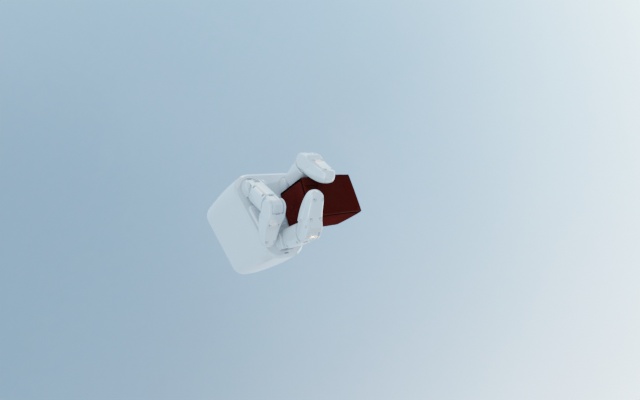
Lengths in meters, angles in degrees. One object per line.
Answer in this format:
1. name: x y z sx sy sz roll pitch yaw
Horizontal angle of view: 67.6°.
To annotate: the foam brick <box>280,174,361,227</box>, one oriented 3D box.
1. foam brick: 0.000 0.002 0.595 0.078 0.053 0.051 -5 -19 -36
